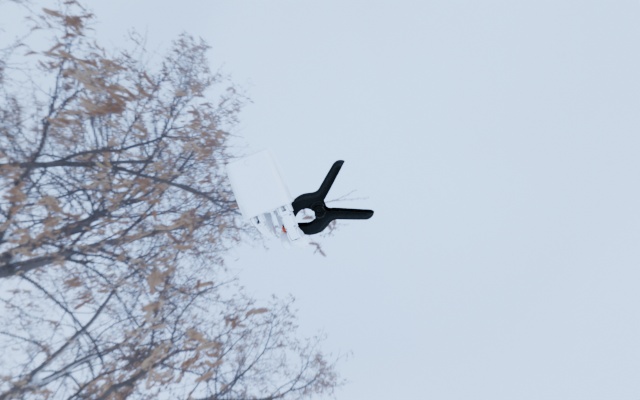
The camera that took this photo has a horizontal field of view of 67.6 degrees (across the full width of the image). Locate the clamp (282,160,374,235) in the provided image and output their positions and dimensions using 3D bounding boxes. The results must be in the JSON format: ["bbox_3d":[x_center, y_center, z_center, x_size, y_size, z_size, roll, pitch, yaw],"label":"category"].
[{"bbox_3d":[0.000,0.003,0.877,0.171,0.120,0.039,-21,4,10],"label":"clamp"}]
